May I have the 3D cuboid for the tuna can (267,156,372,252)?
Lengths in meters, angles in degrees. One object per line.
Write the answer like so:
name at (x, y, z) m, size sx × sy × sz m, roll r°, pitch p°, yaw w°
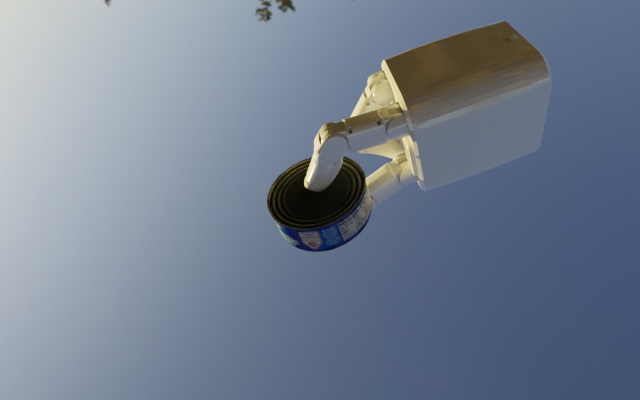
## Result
tuna can at (0.000, 0.002, 0.409) m, size 0.086 × 0.086 × 0.034 m, roll 0°, pitch -42°, yaw 22°
